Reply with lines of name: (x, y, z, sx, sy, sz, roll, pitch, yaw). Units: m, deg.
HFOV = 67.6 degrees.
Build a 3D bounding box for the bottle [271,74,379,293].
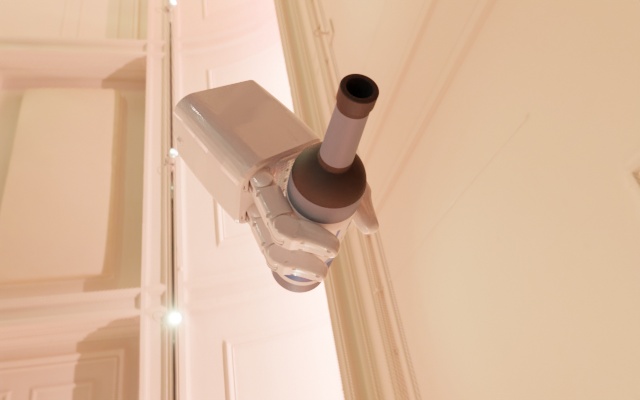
bottle: (0.000, 0.002, 0.440, 0.069, 0.069, 0.296, 0, -31, -12)
